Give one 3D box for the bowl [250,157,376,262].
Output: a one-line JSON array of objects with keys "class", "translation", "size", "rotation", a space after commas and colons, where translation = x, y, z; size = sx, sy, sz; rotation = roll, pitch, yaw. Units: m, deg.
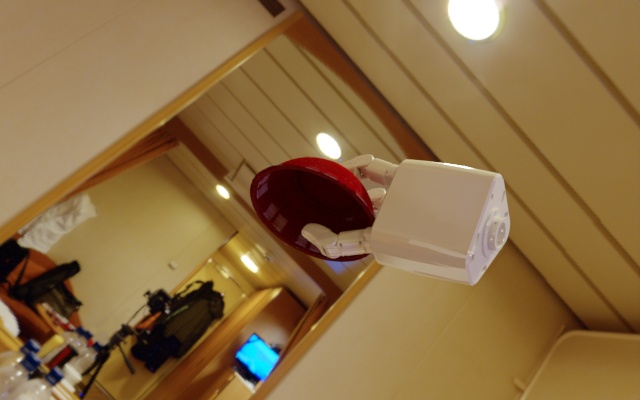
[{"class": "bowl", "translation": [-0.001, 0.001, 0.567], "size": [0.162, 0.055, 0.162], "rotation": [17, -38, 14]}]
